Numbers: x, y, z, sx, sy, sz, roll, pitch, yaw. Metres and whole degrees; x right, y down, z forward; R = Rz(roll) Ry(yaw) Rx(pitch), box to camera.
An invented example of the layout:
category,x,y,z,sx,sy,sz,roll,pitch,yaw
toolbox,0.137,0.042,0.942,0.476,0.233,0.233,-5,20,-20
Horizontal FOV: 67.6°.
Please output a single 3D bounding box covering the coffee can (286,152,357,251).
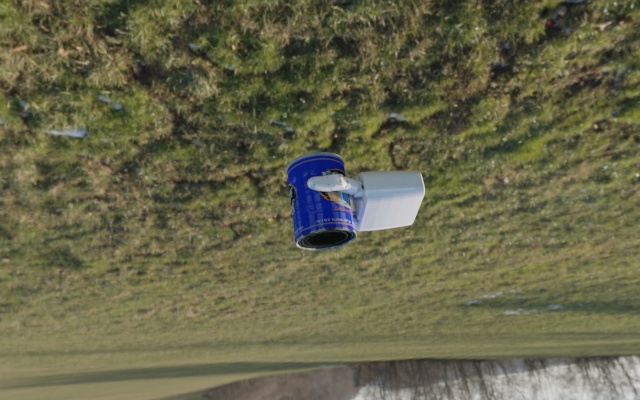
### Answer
category,x,y,z,sx,sy,sz,roll,pitch,yaw
coffee can,0.000,0.003,0.815,0.103,0.140,0.103,-7,-23,-3
